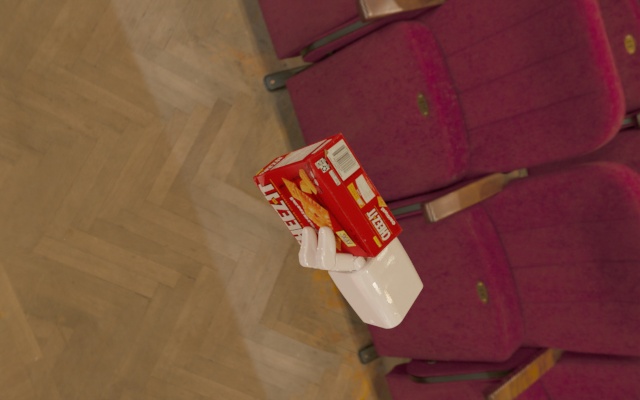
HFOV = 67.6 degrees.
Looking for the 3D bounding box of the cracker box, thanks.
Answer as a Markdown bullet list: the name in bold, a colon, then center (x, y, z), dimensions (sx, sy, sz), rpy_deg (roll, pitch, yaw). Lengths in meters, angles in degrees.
- **cracker box**: center (0.000, 0.002, 0.721), dimensions (0.072, 0.164, 0.214), rpy_deg (-40, 14, -25)
